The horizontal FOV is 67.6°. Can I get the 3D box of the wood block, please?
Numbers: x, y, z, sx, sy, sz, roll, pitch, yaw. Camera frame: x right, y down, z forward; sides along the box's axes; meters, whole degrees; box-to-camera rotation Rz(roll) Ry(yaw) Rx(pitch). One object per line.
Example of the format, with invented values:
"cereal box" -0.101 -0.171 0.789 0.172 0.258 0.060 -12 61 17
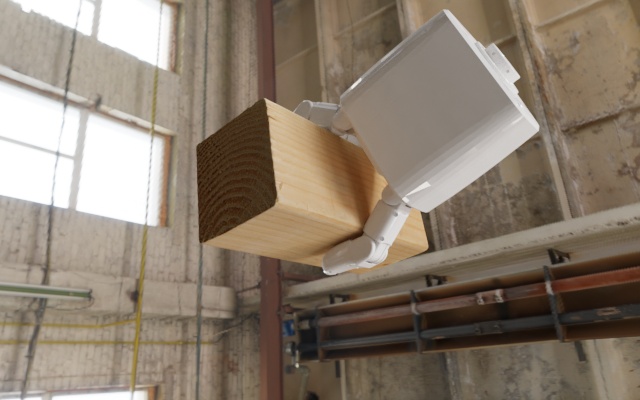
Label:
"wood block" 0.000 0.002 0.431 0.090 0.090 0.206 -26 -29 34
